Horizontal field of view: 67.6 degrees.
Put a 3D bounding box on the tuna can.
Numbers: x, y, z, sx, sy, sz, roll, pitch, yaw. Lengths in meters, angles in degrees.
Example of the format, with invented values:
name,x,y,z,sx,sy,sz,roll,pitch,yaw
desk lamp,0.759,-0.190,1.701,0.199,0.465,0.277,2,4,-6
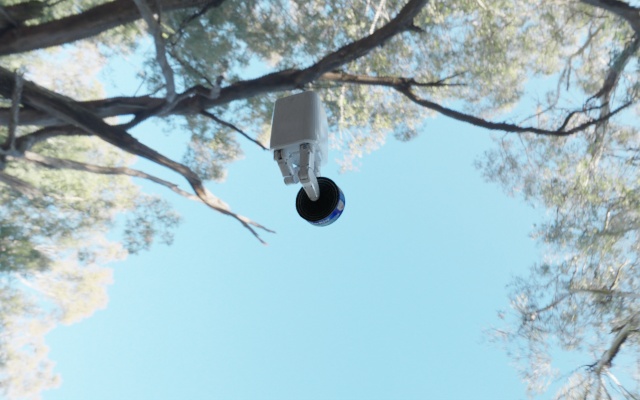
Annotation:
name,x,y,z,sx,sy,sz,roll,pitch,yaw
tuna can,0.000,0.003,0.847,0.086,0.086,0.034,0,-22,27
